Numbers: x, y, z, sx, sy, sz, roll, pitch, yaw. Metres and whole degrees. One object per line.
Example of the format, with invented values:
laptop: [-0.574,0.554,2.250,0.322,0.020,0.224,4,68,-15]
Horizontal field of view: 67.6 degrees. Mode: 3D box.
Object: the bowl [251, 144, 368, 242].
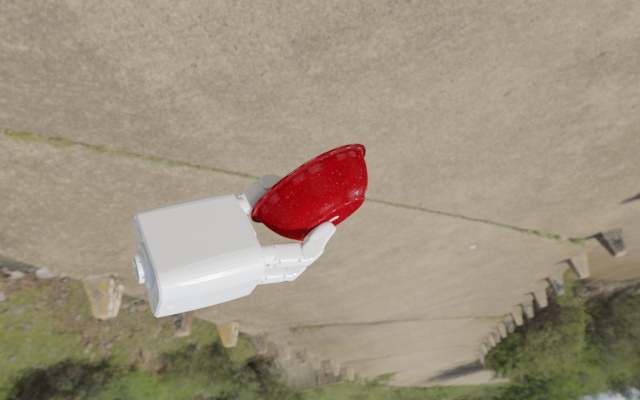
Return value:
bowl: [0.001,0.002,0.572,0.162,0.055,0.162,-31,-13,-8]
